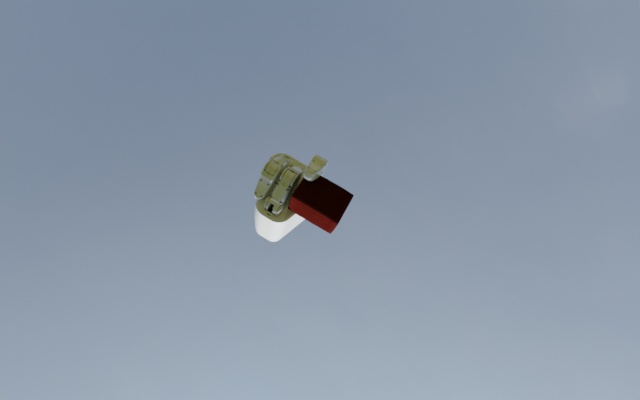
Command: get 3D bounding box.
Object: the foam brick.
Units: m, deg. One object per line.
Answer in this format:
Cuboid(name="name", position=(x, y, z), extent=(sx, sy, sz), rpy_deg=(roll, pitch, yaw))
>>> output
Cuboid(name="foam brick", position=(0.000, 0.002, 0.700), extent=(0.078, 0.053, 0.051), rpy_deg=(31, -25, 4))
